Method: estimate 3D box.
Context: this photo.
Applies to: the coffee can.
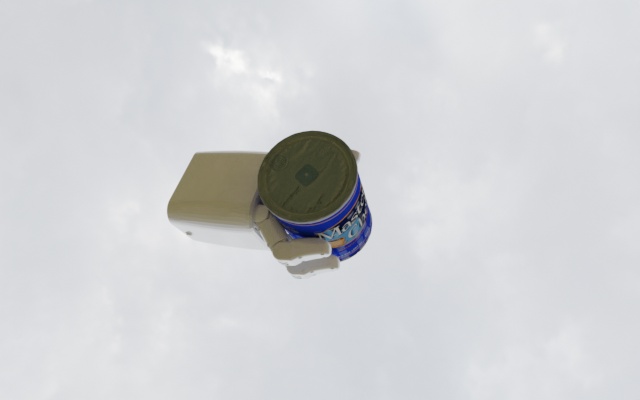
[{"bbox_3d":[0.000,0.002,0.537,0.103,0.102,0.140,0,-24,13],"label":"coffee can"}]
